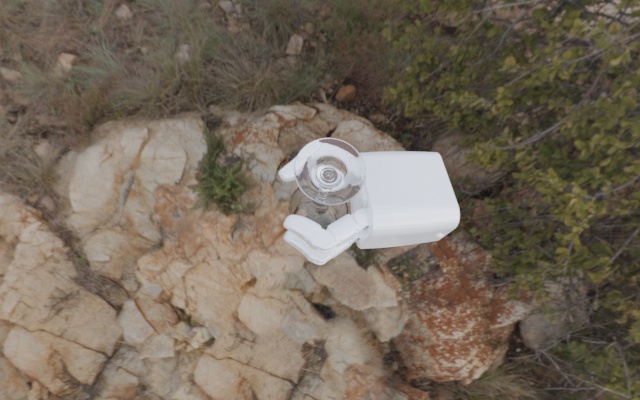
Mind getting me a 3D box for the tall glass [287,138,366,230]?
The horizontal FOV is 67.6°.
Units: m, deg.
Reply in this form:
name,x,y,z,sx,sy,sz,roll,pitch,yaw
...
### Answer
name,x,y,z,sx,sy,sz,roll,pitch,yaw
tall glass,0.000,0.002,0.576,0.079,0.079,0.201,0,-19,-7
